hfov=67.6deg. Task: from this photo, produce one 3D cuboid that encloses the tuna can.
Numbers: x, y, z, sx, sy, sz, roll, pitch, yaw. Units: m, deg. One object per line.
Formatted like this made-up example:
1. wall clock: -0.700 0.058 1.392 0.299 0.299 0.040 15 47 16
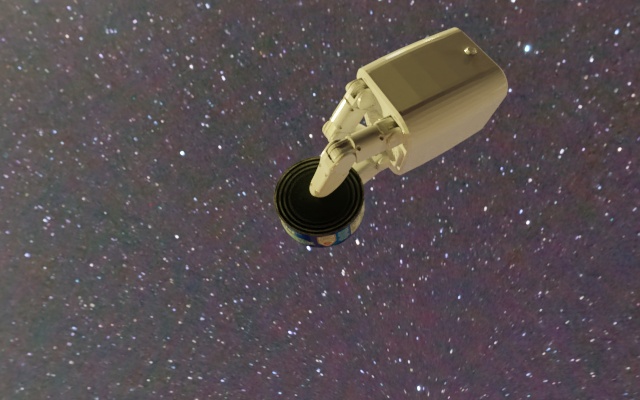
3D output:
1. tuna can: 0.000 0.002 0.462 0.086 0.086 0.034 0 -29 7
